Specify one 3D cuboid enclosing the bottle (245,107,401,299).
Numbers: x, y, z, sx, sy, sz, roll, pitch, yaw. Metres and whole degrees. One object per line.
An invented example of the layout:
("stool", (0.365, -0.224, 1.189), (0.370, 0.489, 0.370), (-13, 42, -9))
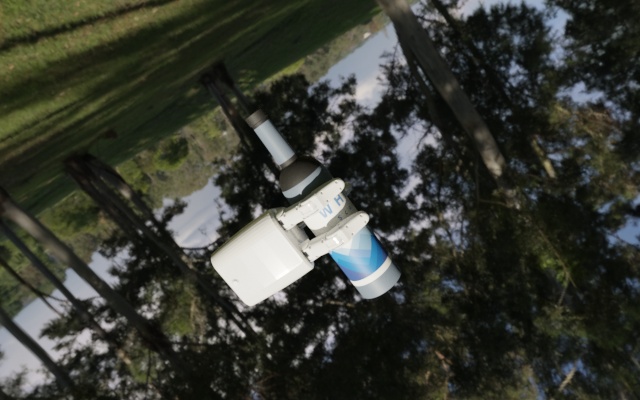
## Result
("bottle", (0.000, 0.002, 0.645), (0.069, 0.296, 0.069), (-35, 13, 9))
